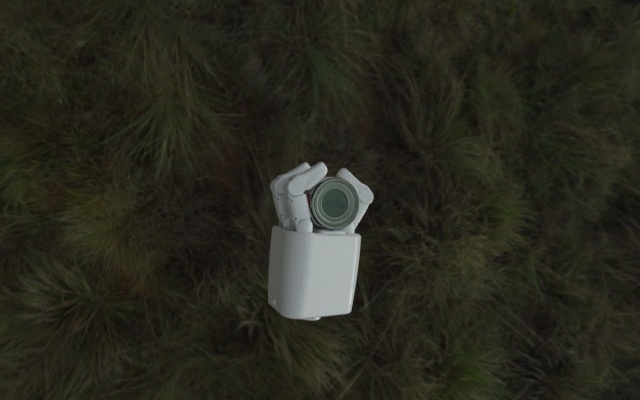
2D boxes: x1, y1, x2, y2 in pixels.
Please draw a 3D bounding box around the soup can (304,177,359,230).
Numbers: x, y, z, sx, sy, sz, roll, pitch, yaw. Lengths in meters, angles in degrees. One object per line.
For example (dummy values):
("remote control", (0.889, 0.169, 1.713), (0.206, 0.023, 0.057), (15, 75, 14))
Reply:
("soup can", (0.000, 0.002, 0.635), (0.068, 0.068, 0.102), (0, 3, -22))
